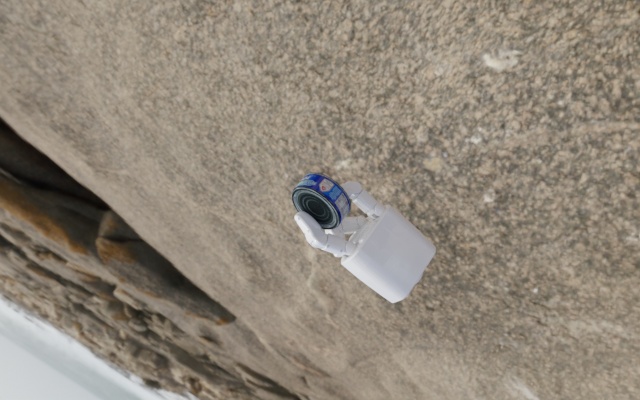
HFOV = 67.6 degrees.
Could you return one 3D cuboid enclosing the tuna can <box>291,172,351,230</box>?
[{"bbox_3d":[0.000,0.003,0.700,0.086,0.086,0.033,0,41,46],"label":"tuna can"}]
